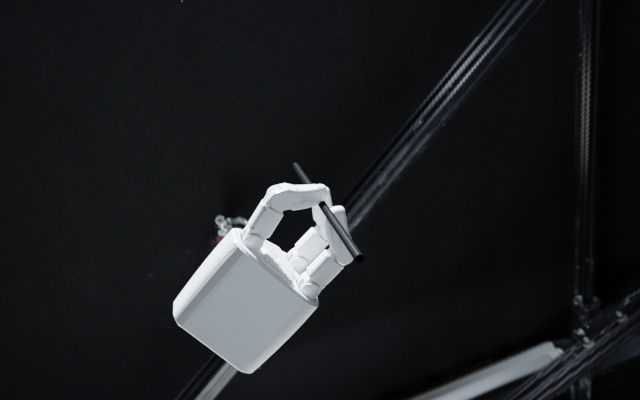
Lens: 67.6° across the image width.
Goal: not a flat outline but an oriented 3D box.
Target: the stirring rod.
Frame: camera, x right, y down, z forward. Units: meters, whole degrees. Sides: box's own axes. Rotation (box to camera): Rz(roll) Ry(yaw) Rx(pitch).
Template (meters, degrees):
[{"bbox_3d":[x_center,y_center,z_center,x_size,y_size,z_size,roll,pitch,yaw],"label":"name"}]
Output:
[{"bbox_3d":[0.000,0.002,0.486,0.011,0.011,0.239,0,22,-16],"label":"stirring rod"}]
